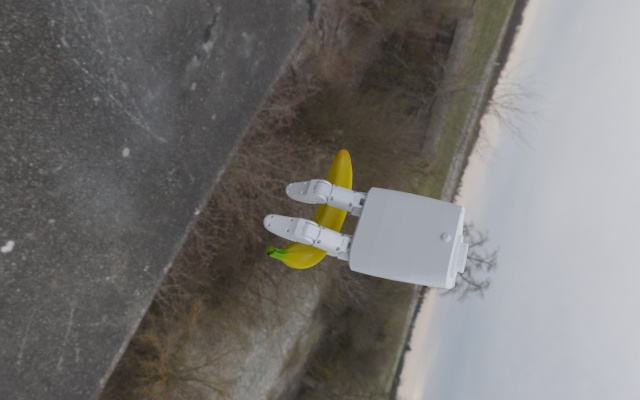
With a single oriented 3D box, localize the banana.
[{"bbox_3d":[0.004,0.018,0.595,0.037,0.070,0.197,5,43,29],"label":"banana"}]
